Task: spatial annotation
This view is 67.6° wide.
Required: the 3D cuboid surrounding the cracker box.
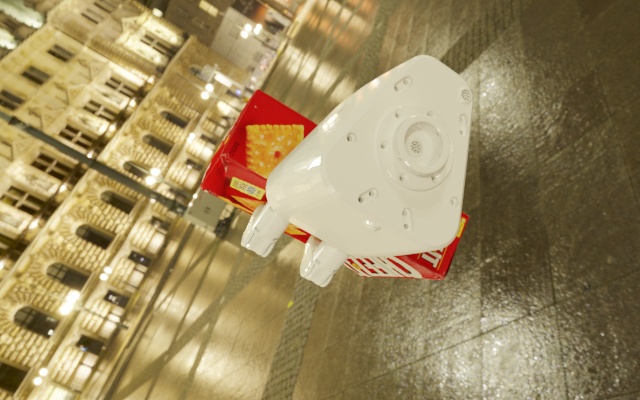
[{"bbox_3d":[0.000,0.001,0.454,0.214,0.072,0.164,30,-16,-15],"label":"cracker box"}]
